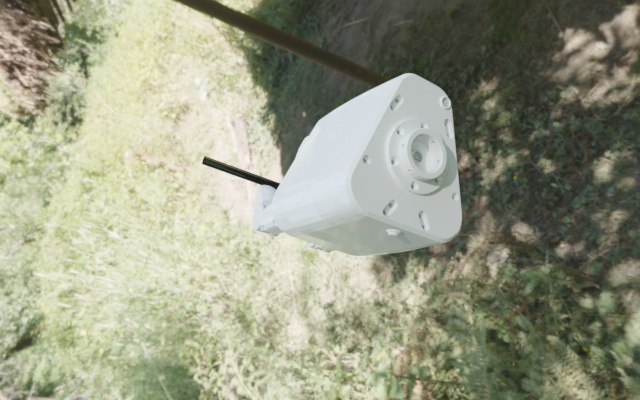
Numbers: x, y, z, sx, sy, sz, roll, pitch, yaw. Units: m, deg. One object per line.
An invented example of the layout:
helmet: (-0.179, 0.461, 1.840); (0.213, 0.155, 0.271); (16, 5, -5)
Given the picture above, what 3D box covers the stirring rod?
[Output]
stirring rod: (0.000, 0.002, 0.470); (0.239, 0.011, 0.011); (20, -9, -25)
